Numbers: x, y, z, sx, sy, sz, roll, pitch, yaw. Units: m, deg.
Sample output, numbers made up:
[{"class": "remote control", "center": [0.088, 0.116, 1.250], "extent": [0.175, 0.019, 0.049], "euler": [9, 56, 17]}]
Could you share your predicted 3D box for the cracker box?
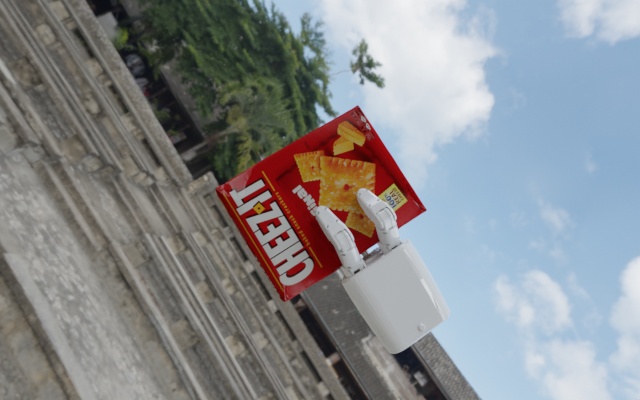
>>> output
[{"class": "cracker box", "center": [0.000, 0.002, 0.610], "extent": [0.213, 0.164, 0.072], "euler": [-32, -2, -11]}]
